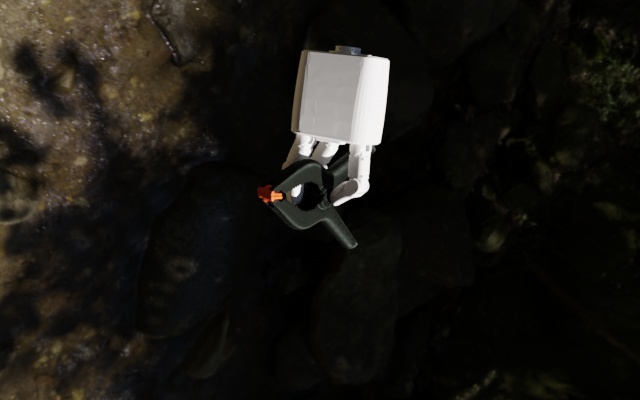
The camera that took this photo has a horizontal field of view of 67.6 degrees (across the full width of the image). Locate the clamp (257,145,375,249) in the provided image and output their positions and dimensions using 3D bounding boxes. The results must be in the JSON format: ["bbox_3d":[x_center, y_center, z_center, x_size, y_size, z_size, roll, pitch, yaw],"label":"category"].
[{"bbox_3d":[0.000,0.002,0.658,0.036,0.164,0.210,16,17,40],"label":"clamp"}]
